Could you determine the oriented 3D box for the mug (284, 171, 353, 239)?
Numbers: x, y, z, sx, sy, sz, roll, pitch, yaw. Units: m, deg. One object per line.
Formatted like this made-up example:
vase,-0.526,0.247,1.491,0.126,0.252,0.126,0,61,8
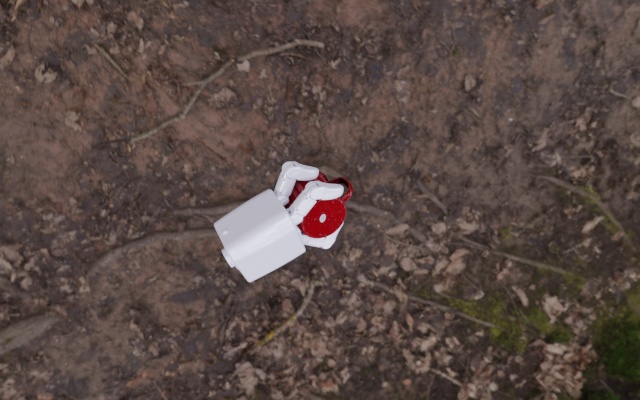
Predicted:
mug,0.001,0.002,0.779,0.117,0.093,0.081,-29,41,-9
